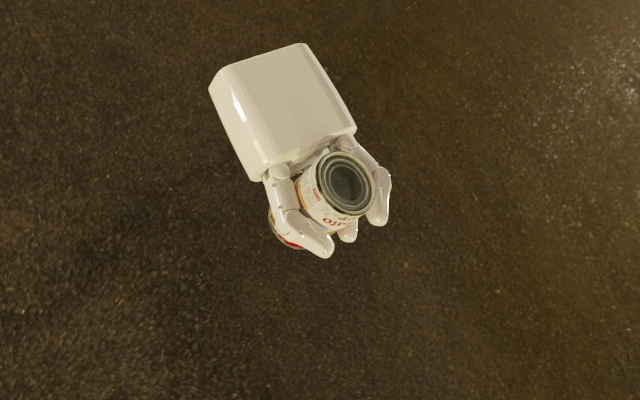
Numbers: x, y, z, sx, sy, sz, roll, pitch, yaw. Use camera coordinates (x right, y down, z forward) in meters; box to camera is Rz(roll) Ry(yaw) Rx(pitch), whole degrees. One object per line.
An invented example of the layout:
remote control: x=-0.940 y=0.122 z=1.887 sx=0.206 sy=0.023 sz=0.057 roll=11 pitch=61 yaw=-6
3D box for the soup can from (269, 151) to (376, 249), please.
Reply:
soup can: x=0.000 y=0.002 z=0.479 sx=0.068 sy=0.068 sz=0.102 roll=0 pitch=-22 yaw=-33
